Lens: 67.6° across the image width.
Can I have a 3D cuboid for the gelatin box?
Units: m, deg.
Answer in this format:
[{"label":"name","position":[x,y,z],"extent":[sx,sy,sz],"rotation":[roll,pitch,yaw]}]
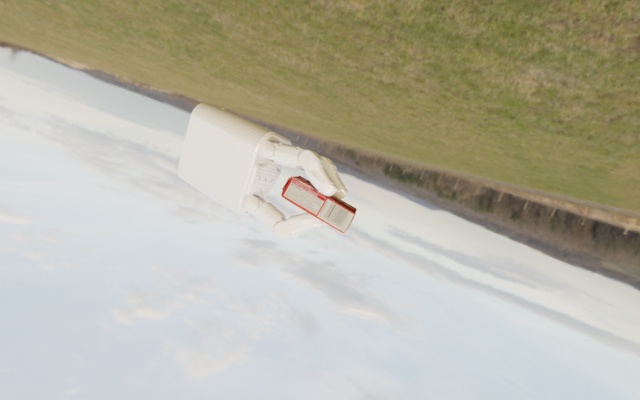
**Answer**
[{"label":"gelatin box","position":[0.000,0.002,0.583],"extent":[0.089,0.030,0.073],"rotation":[31,6,3]}]
